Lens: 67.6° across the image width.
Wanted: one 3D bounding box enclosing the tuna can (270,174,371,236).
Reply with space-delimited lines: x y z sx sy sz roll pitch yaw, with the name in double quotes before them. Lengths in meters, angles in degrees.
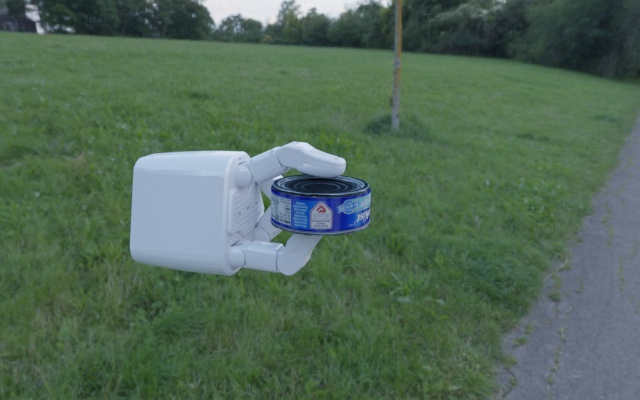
"tuna can" 0.000 0.001 0.406 0.086 0.034 0.086 1 14 0
